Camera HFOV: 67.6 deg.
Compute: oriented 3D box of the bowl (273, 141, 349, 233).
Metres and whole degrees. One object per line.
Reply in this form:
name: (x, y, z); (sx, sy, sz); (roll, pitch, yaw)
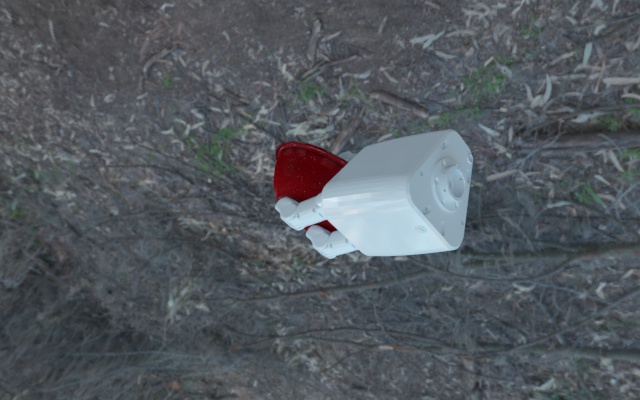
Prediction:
bowl: (-0.001, 0.002, 0.578); (0.162, 0.055, 0.162); (29, -20, 12)
